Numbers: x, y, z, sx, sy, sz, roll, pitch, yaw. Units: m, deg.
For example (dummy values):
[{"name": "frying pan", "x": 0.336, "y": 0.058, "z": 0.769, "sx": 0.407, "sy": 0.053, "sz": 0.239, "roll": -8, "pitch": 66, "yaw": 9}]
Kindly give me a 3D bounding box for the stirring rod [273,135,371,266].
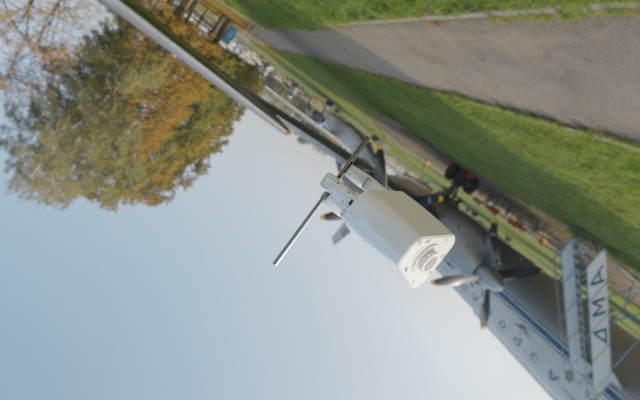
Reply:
[{"name": "stirring rod", "x": 0.000, "y": 0.002, "z": 0.718, "sx": 0.011, "sy": 0.239, "sz": 0.011, "roll": 35, "pitch": 8, "yaw": -6}]
